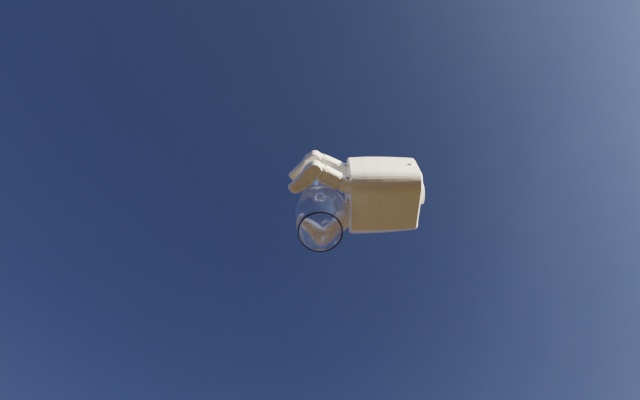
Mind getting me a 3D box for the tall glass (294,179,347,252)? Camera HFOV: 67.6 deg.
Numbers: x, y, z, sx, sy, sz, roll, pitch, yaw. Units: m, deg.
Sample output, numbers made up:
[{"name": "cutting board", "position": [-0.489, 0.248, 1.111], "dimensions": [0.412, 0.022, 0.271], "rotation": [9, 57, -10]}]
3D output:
[{"name": "tall glass", "position": [0.000, 0.002, 0.733], "dimensions": [0.079, 0.079, 0.201], "rotation": [0, 24, 1]}]
